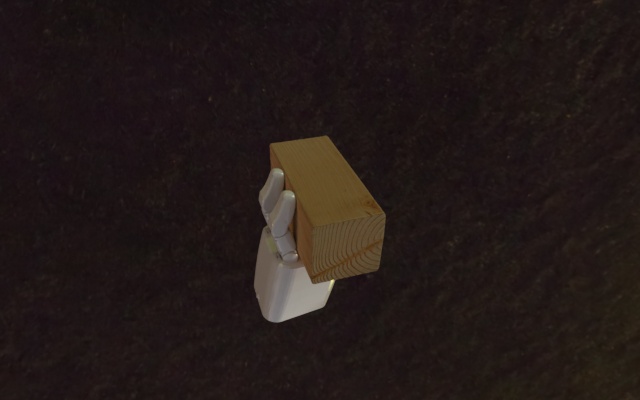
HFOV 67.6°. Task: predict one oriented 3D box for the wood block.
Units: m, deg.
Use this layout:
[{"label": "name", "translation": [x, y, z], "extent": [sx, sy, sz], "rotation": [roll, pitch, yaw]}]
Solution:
[{"label": "wood block", "translation": [0.000, 0.002, 0.637], "extent": [0.091, 0.090, 0.206], "rotation": [-10, 36, -16]}]
